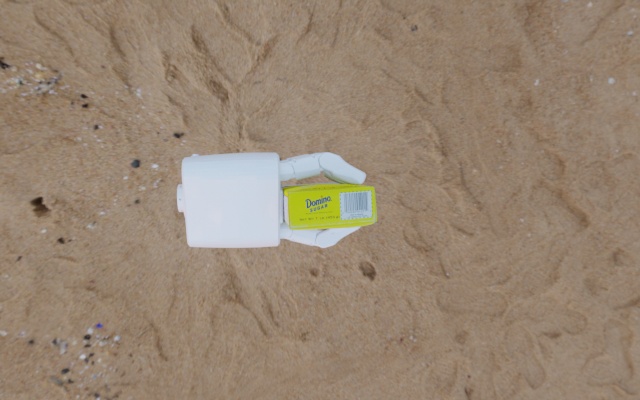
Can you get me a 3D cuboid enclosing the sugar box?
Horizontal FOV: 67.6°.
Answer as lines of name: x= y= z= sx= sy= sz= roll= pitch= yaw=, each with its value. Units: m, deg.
sugar box: x=0.000 y=0.001 z=0.572 sx=0.093 sy=0.048 sz=0.176 roll=-3 pitch=6 yaw=-9
